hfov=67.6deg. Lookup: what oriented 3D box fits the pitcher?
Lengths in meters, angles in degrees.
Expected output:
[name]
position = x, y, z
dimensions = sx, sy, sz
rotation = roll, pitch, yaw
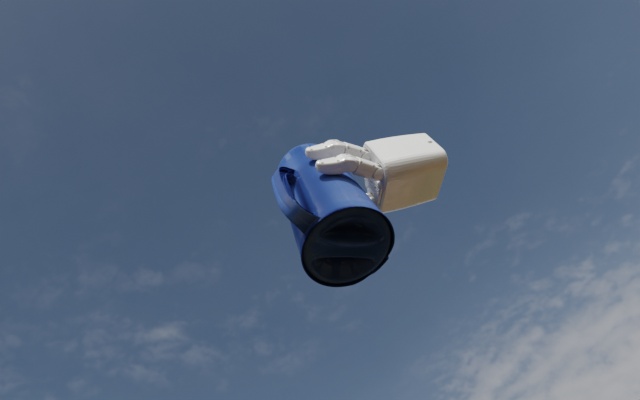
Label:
[pitcher]
position = 0.000, 0.002, 0.728
dimensions = 0.145, 0.149, 0.242
rotation = -14, 34, -10
